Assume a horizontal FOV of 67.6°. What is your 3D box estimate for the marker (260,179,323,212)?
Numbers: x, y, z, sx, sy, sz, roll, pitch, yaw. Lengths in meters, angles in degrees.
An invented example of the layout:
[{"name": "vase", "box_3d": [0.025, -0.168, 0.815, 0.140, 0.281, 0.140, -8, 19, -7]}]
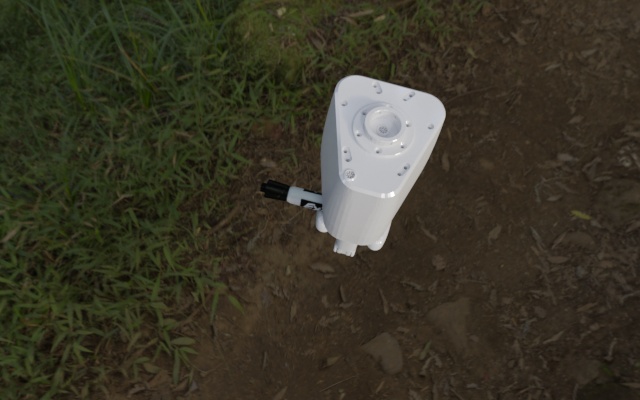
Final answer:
[{"name": "marker", "box_3d": [0.000, 0.002, 0.468, 0.121, 0.020, 0.020, 15, 0, 2]}]
